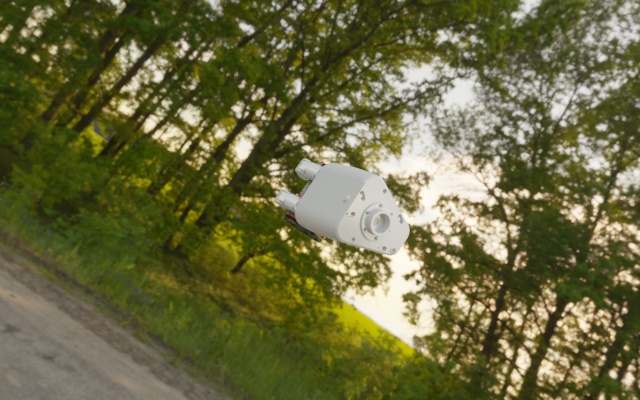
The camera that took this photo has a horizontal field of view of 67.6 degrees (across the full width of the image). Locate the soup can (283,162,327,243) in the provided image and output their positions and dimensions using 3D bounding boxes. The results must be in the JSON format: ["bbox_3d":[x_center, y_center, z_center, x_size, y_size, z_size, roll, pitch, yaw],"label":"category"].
[{"bbox_3d":[0.000,0.002,0.714,0.068,0.102,0.068,33,-8,5],"label":"soup can"}]
